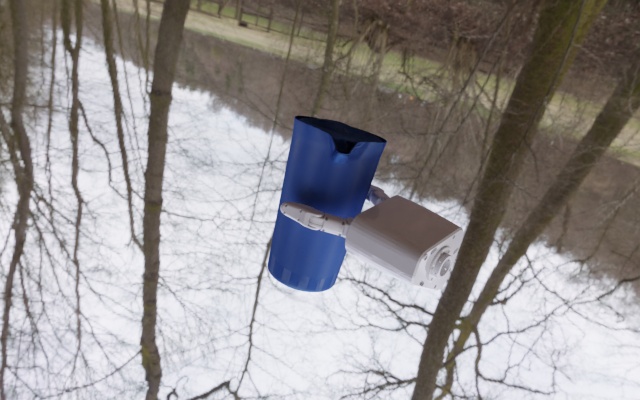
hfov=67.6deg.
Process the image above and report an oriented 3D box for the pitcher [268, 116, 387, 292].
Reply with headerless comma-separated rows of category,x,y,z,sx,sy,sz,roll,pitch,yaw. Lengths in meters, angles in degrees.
pitcher,0.000,0.002,0.708,0.145,0.243,0.149,27,20,35
